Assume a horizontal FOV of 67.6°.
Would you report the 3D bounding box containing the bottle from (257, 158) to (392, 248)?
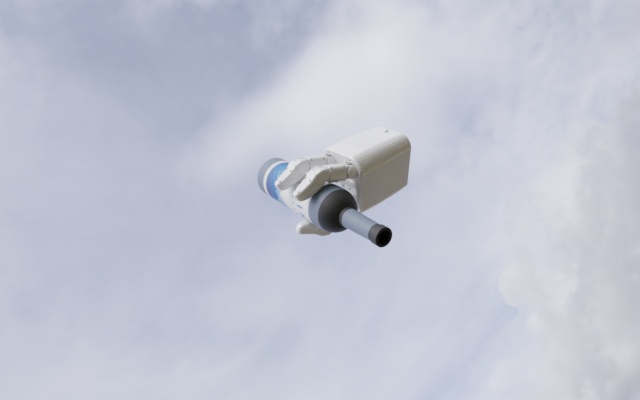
[{"bbox_3d":[0.000,0.002,0.712,0.069,0.069,0.295,0,17,-35],"label":"bottle"}]
